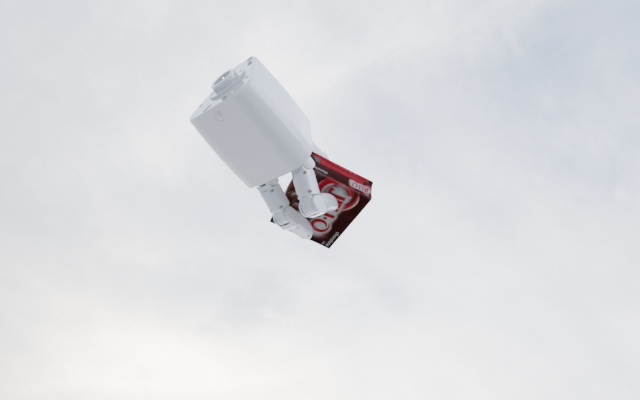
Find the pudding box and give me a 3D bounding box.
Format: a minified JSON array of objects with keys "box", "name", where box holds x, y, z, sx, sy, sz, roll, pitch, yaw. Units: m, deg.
[{"box":[0.000,0.002,0.602,0.090,0.039,0.113,26,-46,-11],"name":"pudding box"}]
